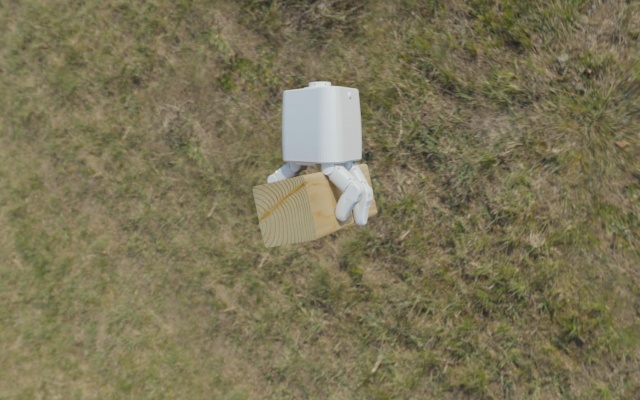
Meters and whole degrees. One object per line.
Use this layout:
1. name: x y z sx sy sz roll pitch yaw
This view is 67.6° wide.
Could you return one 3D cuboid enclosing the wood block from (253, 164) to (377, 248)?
1. wood block: 0.000 0.002 0.734 0.091 0.090 0.206 -11 3 31
